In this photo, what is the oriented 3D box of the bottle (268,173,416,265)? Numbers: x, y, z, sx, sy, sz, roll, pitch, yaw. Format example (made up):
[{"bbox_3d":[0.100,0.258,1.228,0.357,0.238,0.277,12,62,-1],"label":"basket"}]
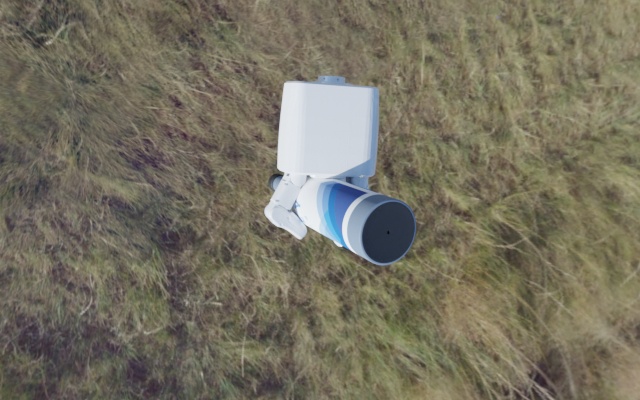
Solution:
[{"bbox_3d":[0.000,0.002,0.589,0.069,0.069,0.295,0,11,-27],"label":"bottle"}]
